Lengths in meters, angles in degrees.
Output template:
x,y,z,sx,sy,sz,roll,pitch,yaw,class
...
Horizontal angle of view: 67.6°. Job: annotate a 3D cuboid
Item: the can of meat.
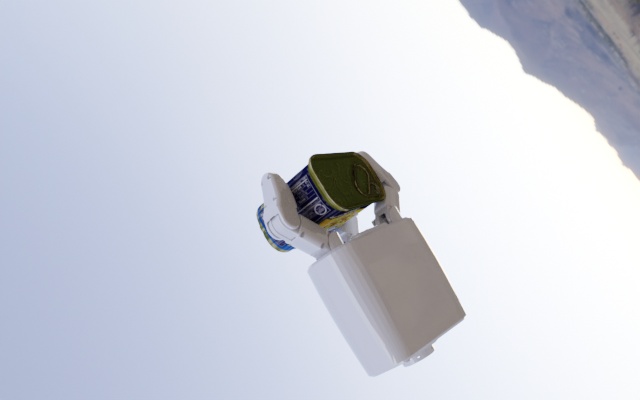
x,y,z,sx,sy,sz,roll,pitch,yaw,class
0.000,0.002,0.453,0.084,0.057,0.102,-38,-14,31,can of meat
